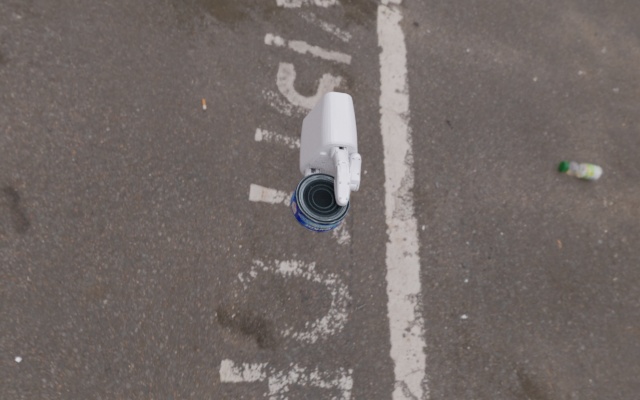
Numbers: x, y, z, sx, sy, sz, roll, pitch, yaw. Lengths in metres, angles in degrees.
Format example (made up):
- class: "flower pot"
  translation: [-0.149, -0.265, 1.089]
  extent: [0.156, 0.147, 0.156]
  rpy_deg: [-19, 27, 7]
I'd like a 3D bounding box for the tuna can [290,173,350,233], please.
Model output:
- class: "tuna can"
  translation: [0.000, 0.002, 0.711]
  extent: [0.086, 0.086, 0.034]
  rpy_deg: [0, -24, -17]
